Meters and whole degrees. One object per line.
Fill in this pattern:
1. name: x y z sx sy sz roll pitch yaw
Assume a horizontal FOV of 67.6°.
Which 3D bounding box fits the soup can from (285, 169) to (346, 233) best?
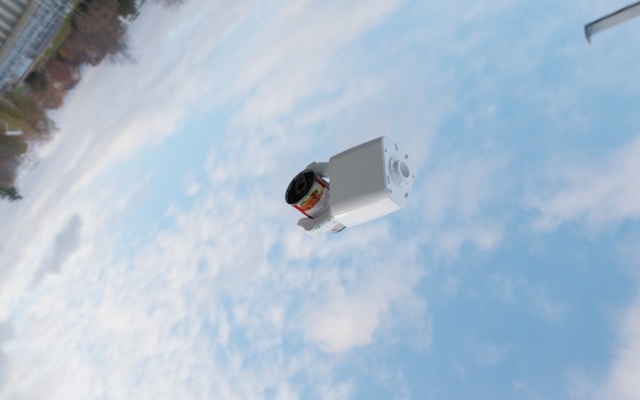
1. soup can: 0.000 0.003 0.799 0.102 0.068 0.068 37 -22 -33
